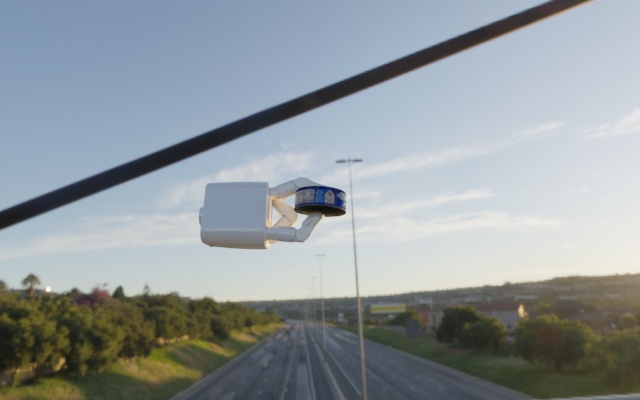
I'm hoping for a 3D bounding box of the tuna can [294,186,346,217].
[{"bbox_3d":[0.000,0.002,0.784,0.086,0.033,0.086,3,-14,1],"label":"tuna can"}]
